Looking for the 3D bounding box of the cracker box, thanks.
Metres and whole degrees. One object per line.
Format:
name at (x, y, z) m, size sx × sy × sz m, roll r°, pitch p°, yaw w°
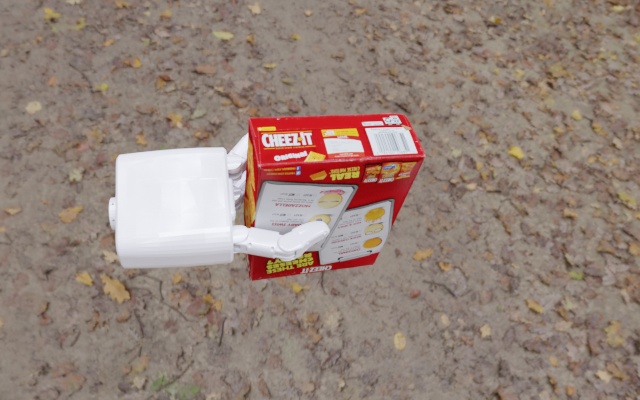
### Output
cracker box at (0.000, 0.002, 0.533) m, size 0.164 × 0.072 × 0.214 m, roll -5°, pitch -35°, yaw -14°
